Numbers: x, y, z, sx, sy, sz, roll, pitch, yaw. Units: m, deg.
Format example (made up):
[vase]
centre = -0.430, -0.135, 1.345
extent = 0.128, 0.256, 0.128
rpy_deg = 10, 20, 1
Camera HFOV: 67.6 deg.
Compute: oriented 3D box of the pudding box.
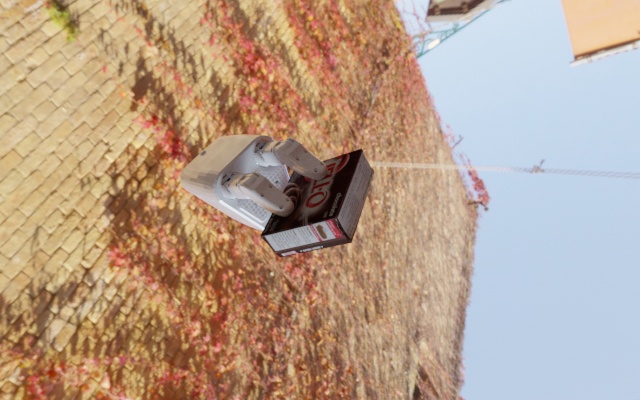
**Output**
[pudding box]
centre = 0.000, 0.002, 0.492
extent = 0.090, 0.039, 0.113
rpy_deg = -16, 35, 32
